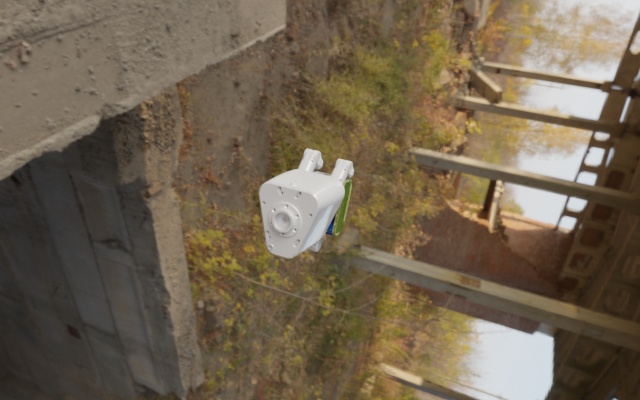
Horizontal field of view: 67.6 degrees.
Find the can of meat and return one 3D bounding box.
[{"bbox_3d":[0.000,0.003,0.798,0.084,0.102,0.057,15,14,17],"label":"can of meat"}]
